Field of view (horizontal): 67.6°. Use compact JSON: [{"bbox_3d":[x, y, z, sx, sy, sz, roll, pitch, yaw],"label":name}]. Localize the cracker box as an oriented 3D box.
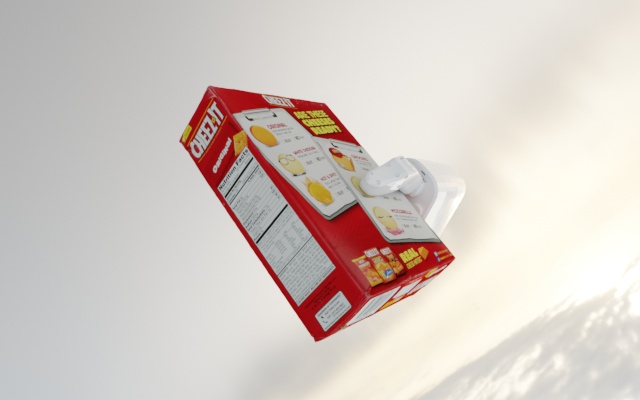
[{"bbox_3d":[0.000,0.001,0.424,0.164,0.213,0.072,-7,-37,-54],"label":"cracker box"}]
